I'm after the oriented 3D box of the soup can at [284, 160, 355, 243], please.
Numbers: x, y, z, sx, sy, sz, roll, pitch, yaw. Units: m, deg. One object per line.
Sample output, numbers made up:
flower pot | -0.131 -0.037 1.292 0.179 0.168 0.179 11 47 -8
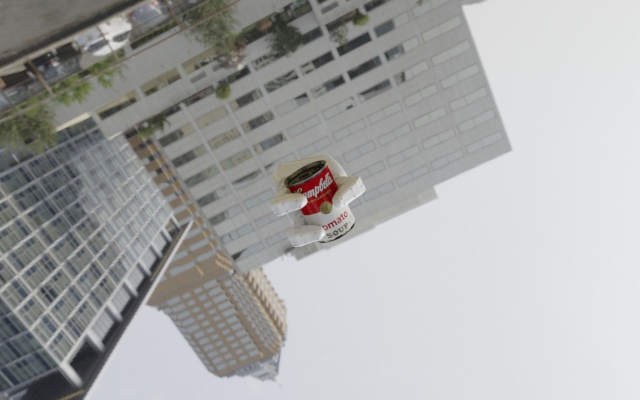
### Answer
soup can | 0.000 0.003 0.693 0.068 0.102 0.068 -25 19 9
